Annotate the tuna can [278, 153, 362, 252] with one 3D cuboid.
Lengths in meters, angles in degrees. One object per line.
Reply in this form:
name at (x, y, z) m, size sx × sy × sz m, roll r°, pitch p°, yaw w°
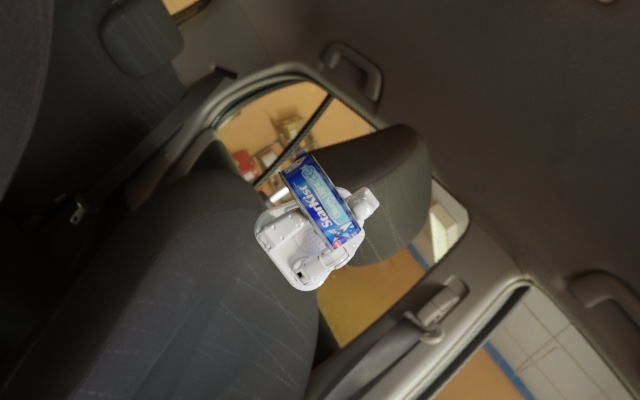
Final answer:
tuna can at (0.001, 0.001, 0.424) m, size 0.034 × 0.086 × 0.086 m, roll -34°, pitch 0°, yaw 0°
